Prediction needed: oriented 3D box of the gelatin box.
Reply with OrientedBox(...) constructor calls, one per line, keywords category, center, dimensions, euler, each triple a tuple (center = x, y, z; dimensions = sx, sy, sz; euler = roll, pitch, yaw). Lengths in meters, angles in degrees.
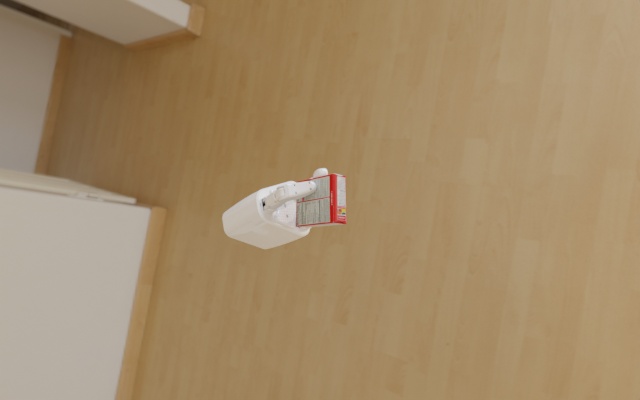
OrientedBox(category="gelatin box", center=(0.000, 0.002, 0.728), dimensions=(0.030, 0.073, 0.089), euler=(8, -12, -41))
